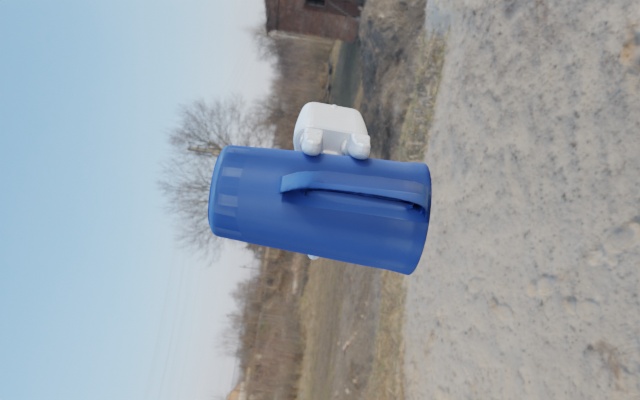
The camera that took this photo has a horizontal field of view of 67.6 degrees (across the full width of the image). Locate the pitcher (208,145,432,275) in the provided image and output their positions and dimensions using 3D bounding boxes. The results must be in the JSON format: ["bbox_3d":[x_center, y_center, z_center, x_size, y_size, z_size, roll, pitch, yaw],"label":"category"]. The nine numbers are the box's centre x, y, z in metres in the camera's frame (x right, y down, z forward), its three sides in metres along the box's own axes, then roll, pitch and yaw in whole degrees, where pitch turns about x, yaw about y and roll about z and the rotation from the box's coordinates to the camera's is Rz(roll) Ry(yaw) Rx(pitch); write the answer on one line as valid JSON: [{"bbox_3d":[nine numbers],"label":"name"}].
[{"bbox_3d":[0.000,0.002,0.550,0.243,0.149,0.145,8,31,-3],"label":"pitcher"}]
